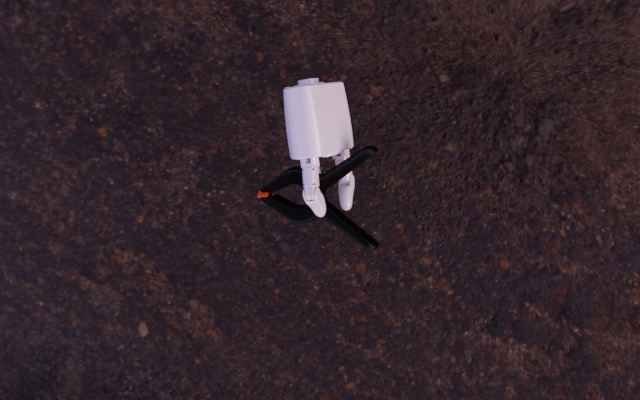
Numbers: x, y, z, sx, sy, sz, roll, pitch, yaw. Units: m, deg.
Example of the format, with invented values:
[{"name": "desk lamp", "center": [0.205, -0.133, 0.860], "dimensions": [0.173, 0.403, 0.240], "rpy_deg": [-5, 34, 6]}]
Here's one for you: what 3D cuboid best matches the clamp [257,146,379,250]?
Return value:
[{"name": "clamp", "center": [-0.001, 0.003, 0.769], "dimensions": [0.210, 0.164, 0.036], "rpy_deg": [-4, 12, 22]}]
